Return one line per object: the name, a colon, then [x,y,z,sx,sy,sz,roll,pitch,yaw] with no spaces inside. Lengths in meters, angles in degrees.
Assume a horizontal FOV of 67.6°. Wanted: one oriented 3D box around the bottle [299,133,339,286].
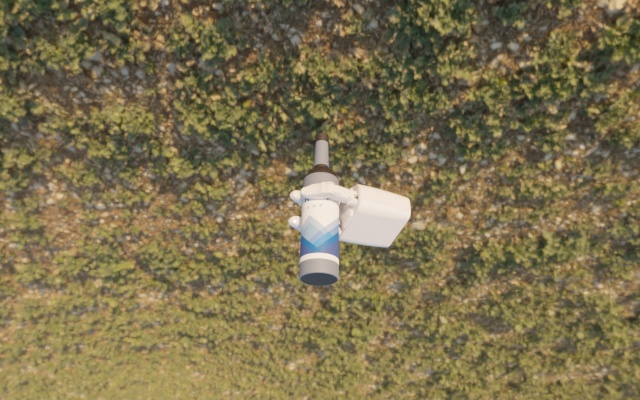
bottle: [0.000,0.003,0.863,0.069,0.295,0.069,1,-29,1]
